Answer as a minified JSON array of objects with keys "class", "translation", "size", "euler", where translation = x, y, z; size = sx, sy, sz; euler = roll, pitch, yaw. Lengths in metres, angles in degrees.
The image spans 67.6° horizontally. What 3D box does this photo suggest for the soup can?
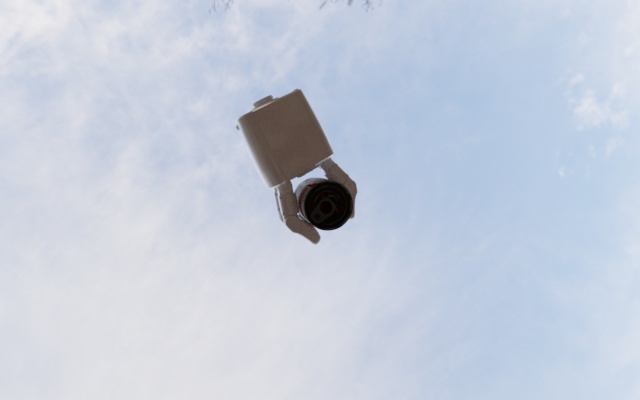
[{"class":"soup can","translation":[0.000,0.003,0.685],"size":[0.068,0.068,0.102],"euler":[0,6,-13]}]
